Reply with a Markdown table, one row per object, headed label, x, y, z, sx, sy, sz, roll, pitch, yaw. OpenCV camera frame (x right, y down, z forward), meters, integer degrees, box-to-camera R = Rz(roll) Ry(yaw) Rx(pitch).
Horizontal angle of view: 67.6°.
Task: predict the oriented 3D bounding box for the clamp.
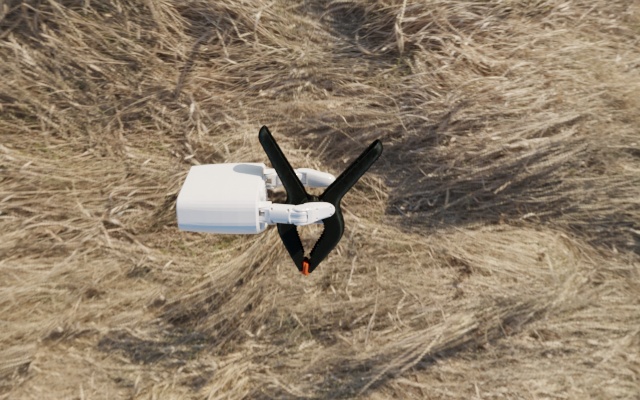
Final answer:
| label | x | y | z | sx | sy | sz | roll | pitch | yaw |
| --- | --- | --- | --- | --- | --- | --- | --- | --- | --- |
| clamp | 0.000 | 0.003 | 0.654 | 0.164 | 0.210 | 0.036 | 1 | 17 | 2 |
